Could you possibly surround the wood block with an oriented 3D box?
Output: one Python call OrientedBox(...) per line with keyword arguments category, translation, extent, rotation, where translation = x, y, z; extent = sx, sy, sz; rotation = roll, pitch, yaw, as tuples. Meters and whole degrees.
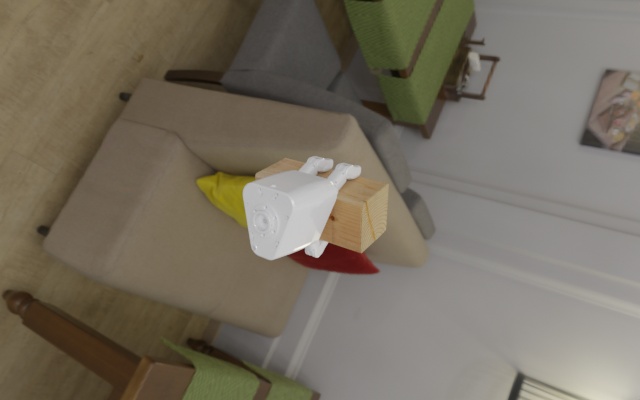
OrientedBox(category="wood block", translation=(0.000, 0.003, 0.801), extent=(0.206, 0.091, 0.090), rotation=(17, 32, 30))
